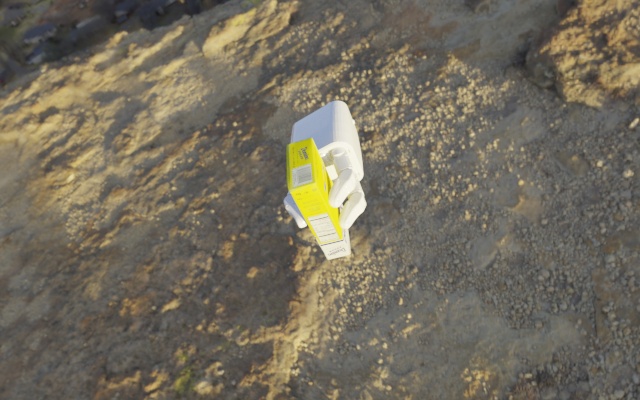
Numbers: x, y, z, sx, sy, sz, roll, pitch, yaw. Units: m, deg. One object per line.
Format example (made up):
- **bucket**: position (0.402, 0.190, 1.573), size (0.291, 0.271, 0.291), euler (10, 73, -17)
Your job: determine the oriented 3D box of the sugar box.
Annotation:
- **sugar box**: position (0.001, 0.002, 0.712), size (0.048, 0.093, 0.176), euler (-16, -41, 13)
